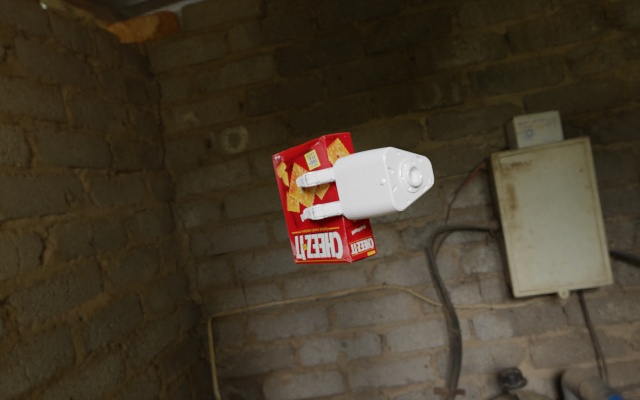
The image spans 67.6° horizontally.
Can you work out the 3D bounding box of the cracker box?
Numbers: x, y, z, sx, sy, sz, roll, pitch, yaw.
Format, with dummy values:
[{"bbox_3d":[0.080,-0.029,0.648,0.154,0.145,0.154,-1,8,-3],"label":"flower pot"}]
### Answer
[{"bbox_3d":[0.000,0.003,0.850,0.072,0.213,0.164,-13,1,-38],"label":"cracker box"}]
